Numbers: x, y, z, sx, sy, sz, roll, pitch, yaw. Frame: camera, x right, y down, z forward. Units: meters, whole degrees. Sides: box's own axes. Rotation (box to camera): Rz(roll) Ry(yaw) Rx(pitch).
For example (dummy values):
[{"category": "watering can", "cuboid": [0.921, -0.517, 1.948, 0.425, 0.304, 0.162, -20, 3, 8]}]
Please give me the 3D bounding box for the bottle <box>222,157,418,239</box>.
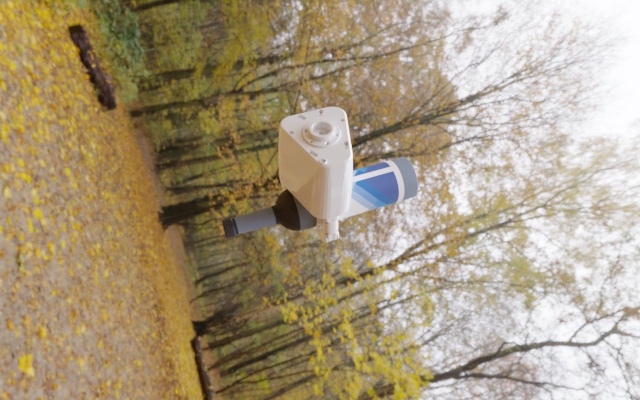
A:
[{"category": "bottle", "cuboid": [0.000, 0.002, 0.716, 0.295, 0.069, 0.069, -16, 4, -14]}]
